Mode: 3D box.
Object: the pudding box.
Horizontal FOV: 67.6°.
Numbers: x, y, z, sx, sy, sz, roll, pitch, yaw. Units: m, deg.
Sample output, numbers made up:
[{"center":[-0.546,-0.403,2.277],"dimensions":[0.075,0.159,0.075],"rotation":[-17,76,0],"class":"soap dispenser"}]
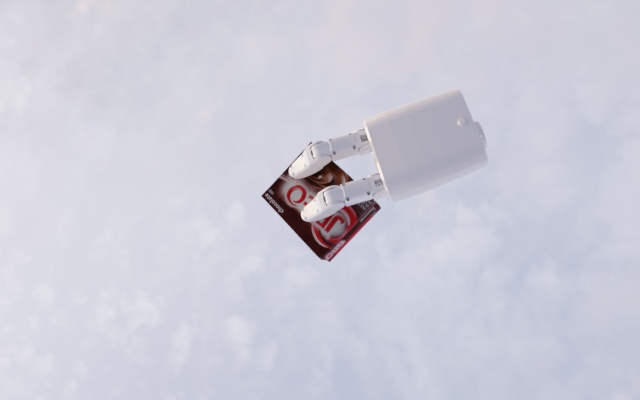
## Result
[{"center":[0.000,0.002,0.558],"dimensions":[0.113,0.090,0.039],"rotation":[45,3,25],"class":"pudding box"}]
